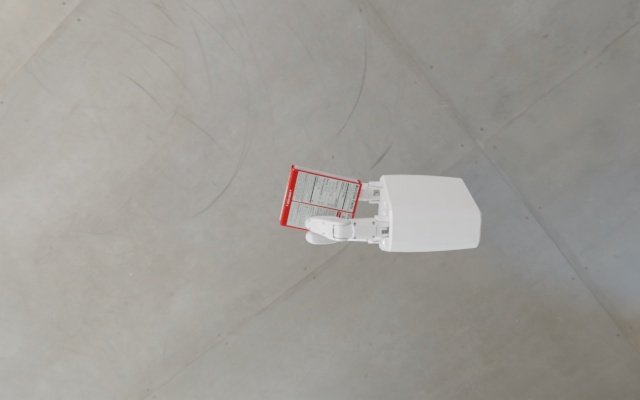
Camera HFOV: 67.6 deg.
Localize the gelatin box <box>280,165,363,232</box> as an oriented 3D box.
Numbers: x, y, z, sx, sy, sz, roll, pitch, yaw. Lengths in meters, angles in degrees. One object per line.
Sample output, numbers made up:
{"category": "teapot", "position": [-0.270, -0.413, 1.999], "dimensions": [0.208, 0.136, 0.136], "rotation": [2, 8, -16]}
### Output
{"category": "gelatin box", "position": [0.000, 0.002, 0.588], "dimensions": [0.089, 0.073, 0.030], "rotation": [12, 13, -7]}
